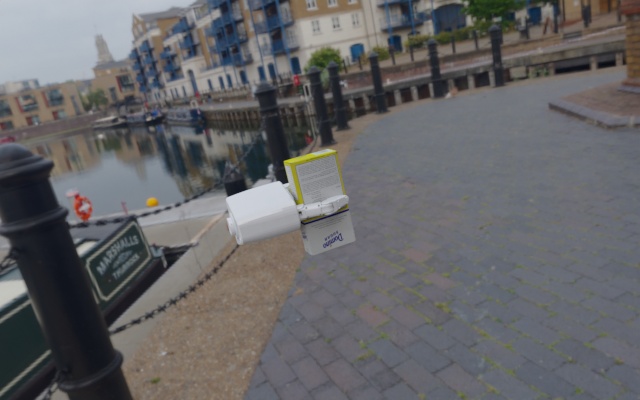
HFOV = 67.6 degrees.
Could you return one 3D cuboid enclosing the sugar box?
[{"bbox_3d":[0.000,0.003,0.871,0.093,0.176,0.048,-17,16,-18],"label":"sugar box"}]
